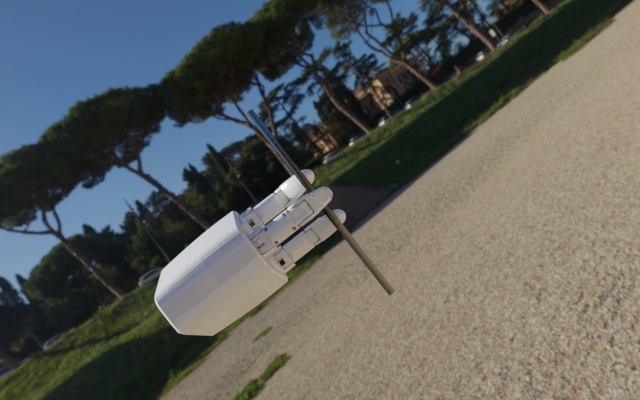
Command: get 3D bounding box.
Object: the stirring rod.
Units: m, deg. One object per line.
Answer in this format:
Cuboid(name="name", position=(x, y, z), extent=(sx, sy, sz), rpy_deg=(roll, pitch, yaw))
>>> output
Cuboid(name="stirring rod", position=(0.000, 0.002, 0.498), extent=(0.011, 0.239, 0.011), rpy_deg=(-38, -1, -1))
